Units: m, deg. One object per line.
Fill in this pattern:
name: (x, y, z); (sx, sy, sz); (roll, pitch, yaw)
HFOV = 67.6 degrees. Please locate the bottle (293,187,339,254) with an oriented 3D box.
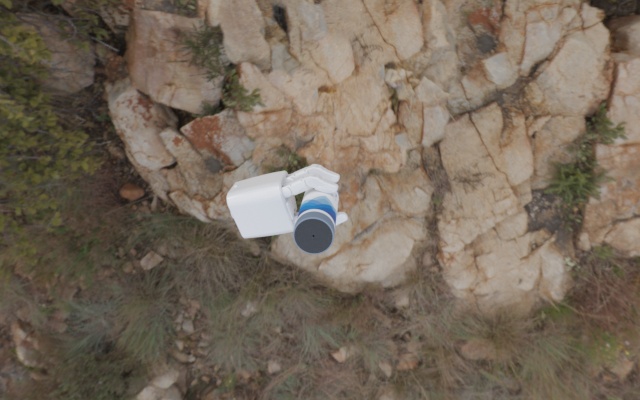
bottle: (0.000, 0.003, 0.899); (0.069, 0.069, 0.295); (0, 22, 5)
